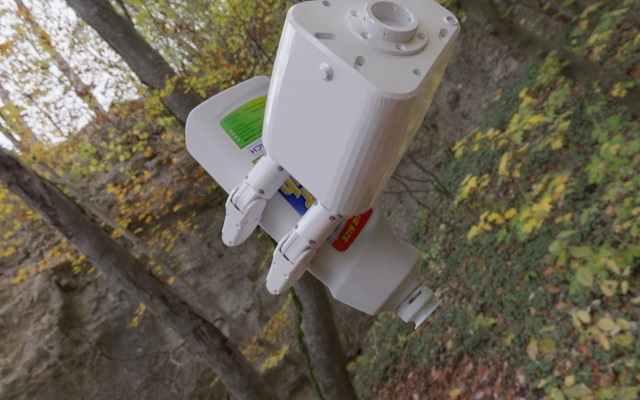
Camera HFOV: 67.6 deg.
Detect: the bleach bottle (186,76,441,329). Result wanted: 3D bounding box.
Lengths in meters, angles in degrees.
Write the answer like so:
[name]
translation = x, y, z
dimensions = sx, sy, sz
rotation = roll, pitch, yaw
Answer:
[bleach bottle]
translation = 0.000, 0.001, 0.402
dimensions = 0.102, 0.250, 0.068
rotation = -35, -21, -32
